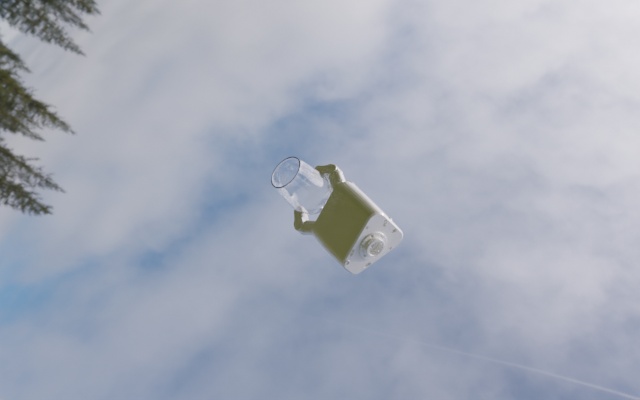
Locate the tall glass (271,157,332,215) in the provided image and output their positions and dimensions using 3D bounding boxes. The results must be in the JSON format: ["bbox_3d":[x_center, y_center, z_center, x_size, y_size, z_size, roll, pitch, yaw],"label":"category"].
[{"bbox_3d":[0.000,0.003,0.849,0.079,0.079,0.201,0,-30,43],"label":"tall glass"}]
